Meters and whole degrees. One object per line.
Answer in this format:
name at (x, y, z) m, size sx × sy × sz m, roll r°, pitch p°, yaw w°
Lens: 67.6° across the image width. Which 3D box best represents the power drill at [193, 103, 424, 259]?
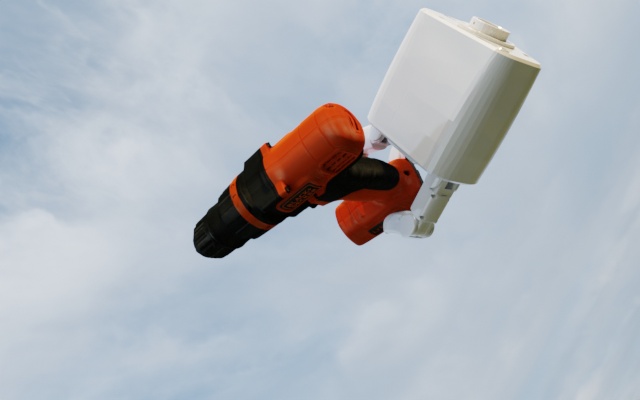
power drill at (0.001, 0.001, 0.437) m, size 0.184 × 0.057 × 0.188 m, roll -36°, pitch -26°, yaw 28°
